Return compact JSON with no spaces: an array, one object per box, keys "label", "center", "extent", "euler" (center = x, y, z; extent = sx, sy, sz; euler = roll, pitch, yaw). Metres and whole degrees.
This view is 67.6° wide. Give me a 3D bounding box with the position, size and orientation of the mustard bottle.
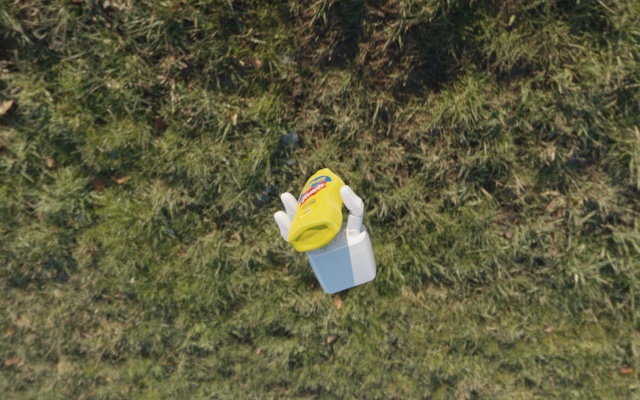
[{"label":"mustard bottle","center":[0.000,0.003,0.854],"extent":[0.096,0.058,0.191],"euler":[-32,26,29]}]
